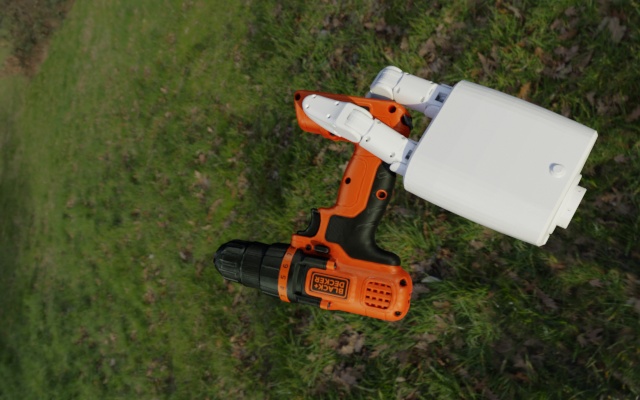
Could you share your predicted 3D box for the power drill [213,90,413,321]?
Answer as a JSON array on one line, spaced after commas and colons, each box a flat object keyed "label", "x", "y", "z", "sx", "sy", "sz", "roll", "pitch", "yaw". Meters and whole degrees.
[{"label": "power drill", "x": 0.000, "y": 0.001, "z": 0.427, "sx": 0.184, "sy": 0.187, "sz": 0.057, "roll": 10, "pitch": 3, "yaw": 14}]
